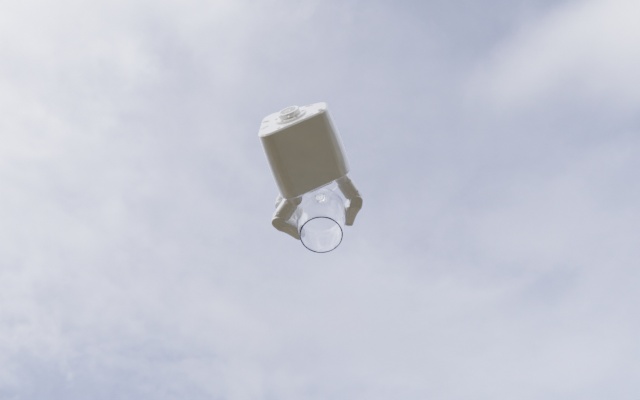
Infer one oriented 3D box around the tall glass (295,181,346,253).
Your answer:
[{"bbox_3d":[0.000,0.002,0.762,0.079,0.079,0.201,0,28,-1],"label":"tall glass"}]
